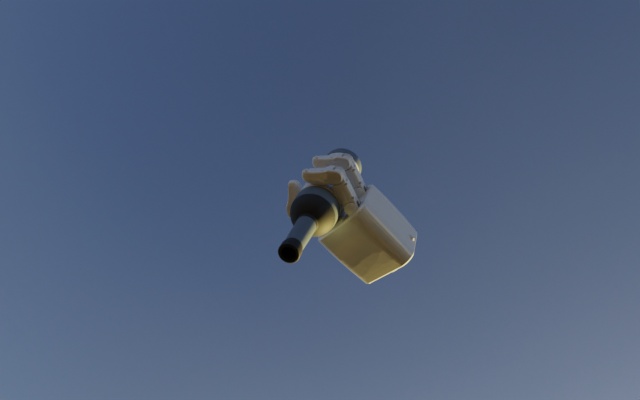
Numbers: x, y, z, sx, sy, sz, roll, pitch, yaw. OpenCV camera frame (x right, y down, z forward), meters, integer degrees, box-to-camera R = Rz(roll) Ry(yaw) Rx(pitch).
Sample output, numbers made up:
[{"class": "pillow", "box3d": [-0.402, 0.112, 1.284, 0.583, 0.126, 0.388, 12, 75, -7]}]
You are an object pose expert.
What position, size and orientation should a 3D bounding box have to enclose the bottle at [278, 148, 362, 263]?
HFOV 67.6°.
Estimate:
[{"class": "bottle", "box3d": [0.000, 0.002, 0.693, 0.069, 0.069, 0.295, 0, 24, 16]}]
